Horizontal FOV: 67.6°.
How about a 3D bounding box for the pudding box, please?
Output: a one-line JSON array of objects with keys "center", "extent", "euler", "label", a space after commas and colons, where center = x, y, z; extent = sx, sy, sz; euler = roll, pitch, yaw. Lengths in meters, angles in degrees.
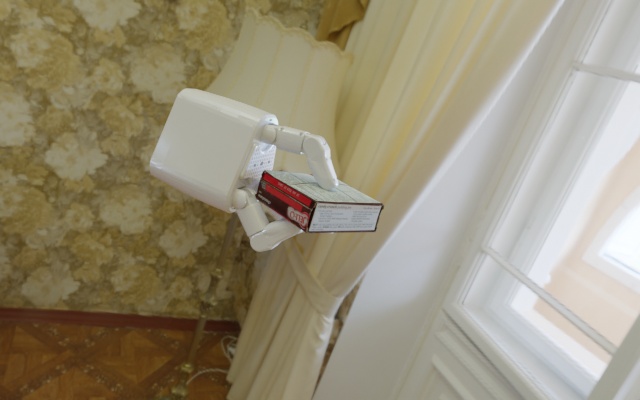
[{"center": [0.000, 0.002, 0.521], "extent": [0.113, 0.039, 0.090], "euler": [1, 23, -45], "label": "pudding box"}]
